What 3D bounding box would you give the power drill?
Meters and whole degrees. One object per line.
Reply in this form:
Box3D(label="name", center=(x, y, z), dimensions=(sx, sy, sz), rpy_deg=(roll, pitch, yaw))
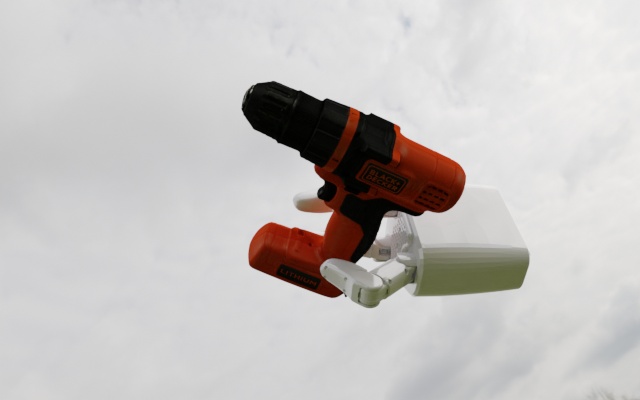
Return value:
Box3D(label="power drill", center=(0.000, 0.002, 0.413), dimensions=(0.184, 0.057, 0.188), rpy_deg=(24, -46, -10))
